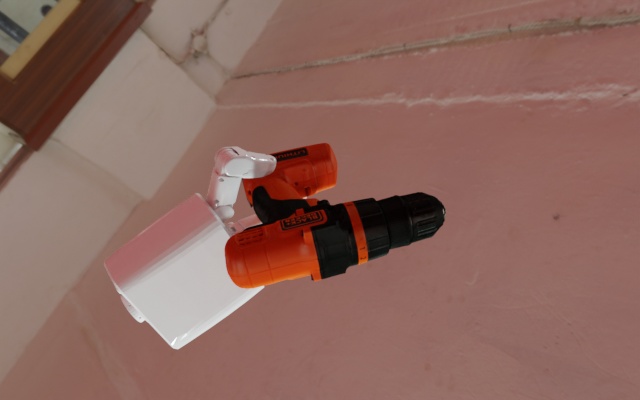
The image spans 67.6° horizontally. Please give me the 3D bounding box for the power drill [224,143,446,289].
[{"bbox_3d":[0.000,0.001,0.451,0.184,0.057,0.187,-13,25,-7],"label":"power drill"}]
